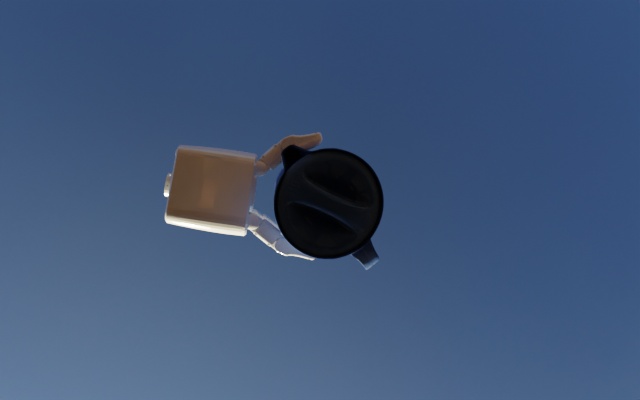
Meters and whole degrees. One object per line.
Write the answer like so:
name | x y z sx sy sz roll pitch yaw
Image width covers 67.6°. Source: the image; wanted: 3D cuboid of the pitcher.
pitcher | 0.000 0.002 0.678 0.145 0.149 0.243 6 5 -9
